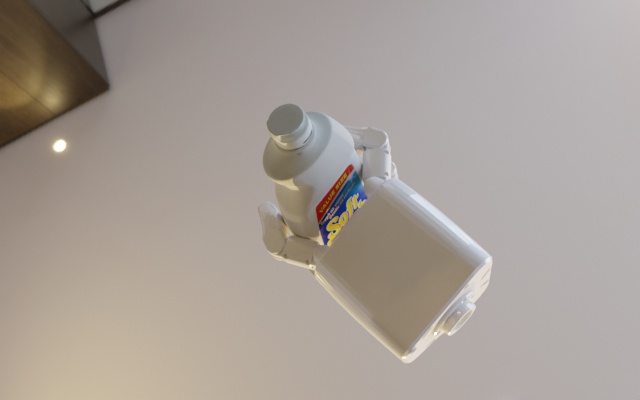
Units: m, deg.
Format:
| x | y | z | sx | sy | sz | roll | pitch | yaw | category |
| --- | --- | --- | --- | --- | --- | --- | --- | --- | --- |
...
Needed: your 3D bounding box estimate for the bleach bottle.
| x | y | z | sx | sy | sz | roll | pitch | yaw | category |
| --- | --- | --- | --- | --- | --- | --- | --- | --- | --- |
| 0.000 | 0.001 | 0.453 | 0.068 | 0.102 | 0.251 | 43 | -8 | 29 | bleach bottle |
